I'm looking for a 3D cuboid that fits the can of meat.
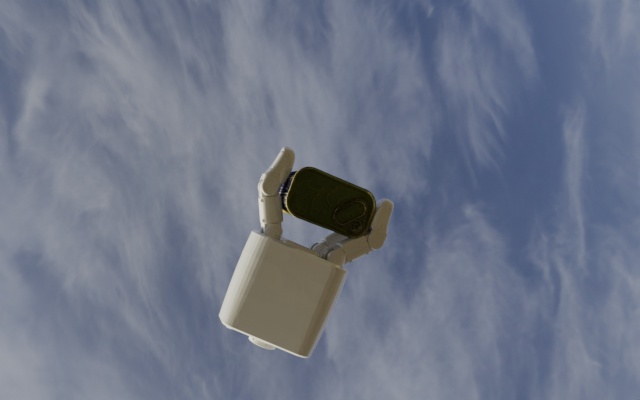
[{"bbox_3d":[0.000,0.002,0.557,0.102,0.057,0.084,21,-5,-18],"label":"can of meat"}]
